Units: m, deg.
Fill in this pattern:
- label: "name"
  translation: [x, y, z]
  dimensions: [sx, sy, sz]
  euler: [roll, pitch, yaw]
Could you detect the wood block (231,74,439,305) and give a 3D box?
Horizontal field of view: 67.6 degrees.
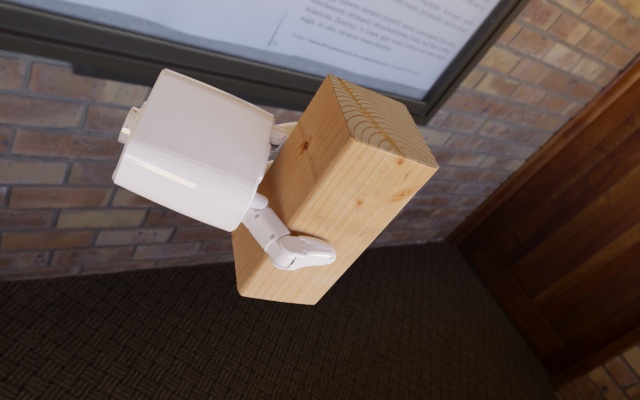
- label: "wood block"
  translation: [0.000, 0.002, 0.451]
  dimensions: [0.090, 0.090, 0.206]
  euler: [14, -50, -29]
